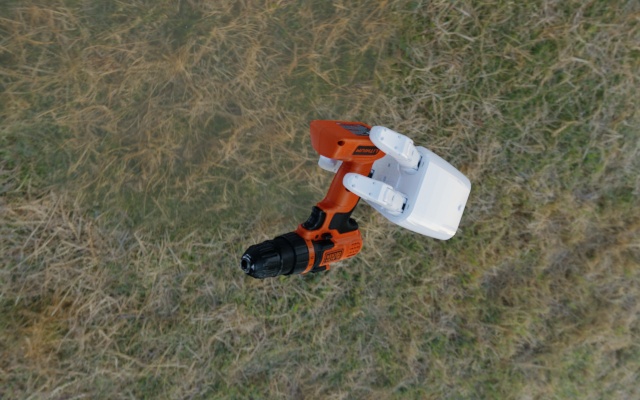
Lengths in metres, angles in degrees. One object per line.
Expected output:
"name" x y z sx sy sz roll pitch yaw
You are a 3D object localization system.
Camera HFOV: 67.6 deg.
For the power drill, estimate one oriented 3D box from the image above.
"power drill" 0.000 0.001 0.558 0.184 0.188 0.057 -9 37 -47
